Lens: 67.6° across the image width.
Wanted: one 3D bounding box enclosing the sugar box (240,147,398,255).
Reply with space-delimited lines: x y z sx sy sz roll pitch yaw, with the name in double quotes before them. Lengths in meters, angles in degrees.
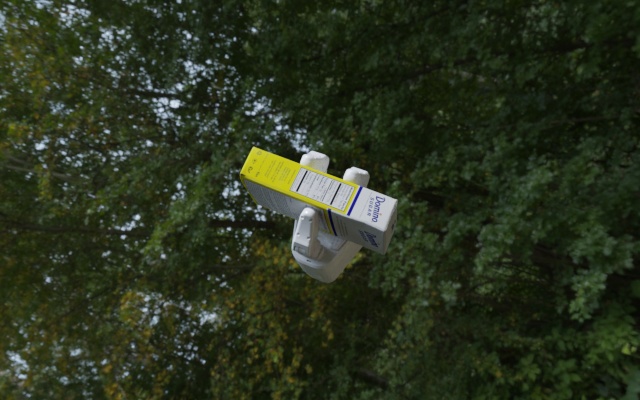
"sugar box" 0.000 0.001 0.553 0.176 0.048 0.093 19 -18 13
